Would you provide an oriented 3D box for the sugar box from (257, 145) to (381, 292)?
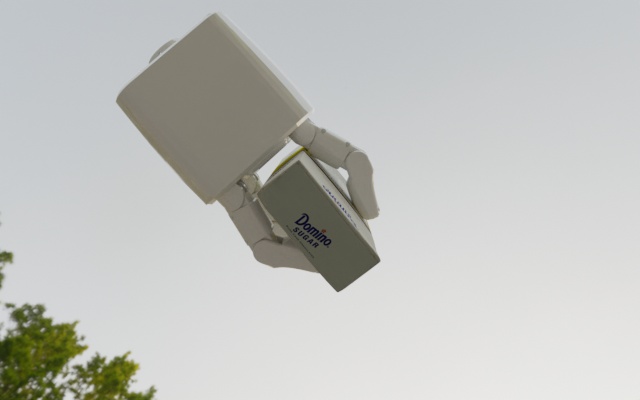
[{"bbox_3d":[0.000,0.002,0.406,0.048,0.093,0.176,-38,8,11],"label":"sugar box"}]
